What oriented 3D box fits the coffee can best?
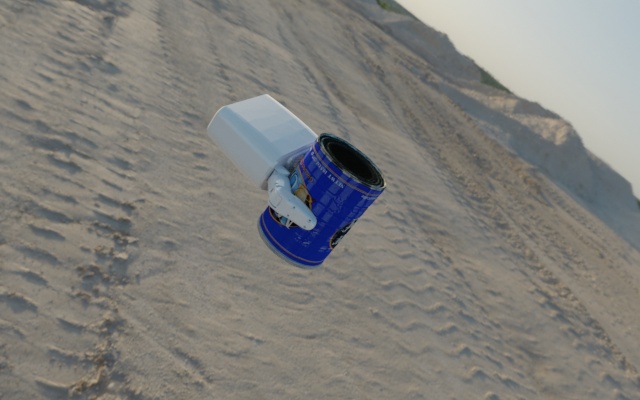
[{"bbox_3d":[0.000,0.002,0.598,0.103,0.140,0.102,31,24,-16],"label":"coffee can"}]
